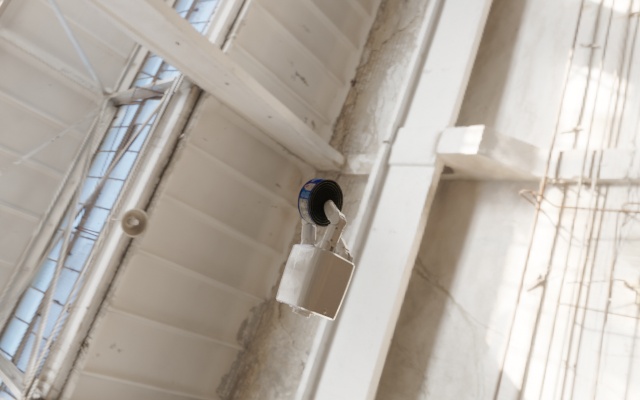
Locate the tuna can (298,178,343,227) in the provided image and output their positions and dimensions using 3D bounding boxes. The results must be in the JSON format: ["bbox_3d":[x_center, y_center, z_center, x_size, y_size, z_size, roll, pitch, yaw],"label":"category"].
[{"bbox_3d":[0.000,0.003,0.867,0.086,0.086,0.033,0,8,-44],"label":"tuna can"}]
